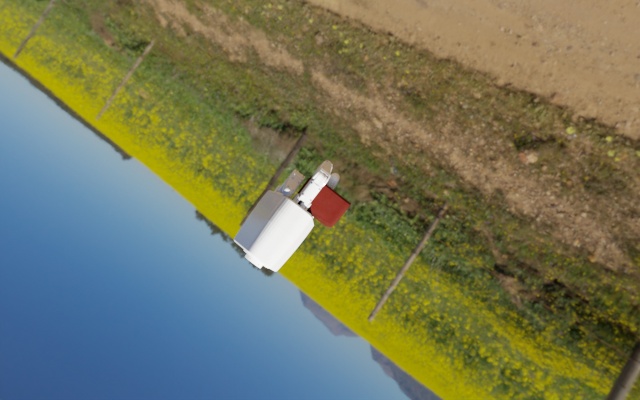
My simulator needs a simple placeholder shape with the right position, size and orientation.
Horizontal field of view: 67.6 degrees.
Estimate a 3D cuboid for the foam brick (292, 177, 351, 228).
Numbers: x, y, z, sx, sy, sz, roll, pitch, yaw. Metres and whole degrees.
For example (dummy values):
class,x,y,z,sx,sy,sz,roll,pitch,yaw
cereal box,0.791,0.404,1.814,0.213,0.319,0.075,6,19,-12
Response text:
class,x,y,z,sx,sy,sz,roll,pitch,yaw
foam brick,0.000,0.003,0.796,0.078,0.051,0.053,38,-9,-8
